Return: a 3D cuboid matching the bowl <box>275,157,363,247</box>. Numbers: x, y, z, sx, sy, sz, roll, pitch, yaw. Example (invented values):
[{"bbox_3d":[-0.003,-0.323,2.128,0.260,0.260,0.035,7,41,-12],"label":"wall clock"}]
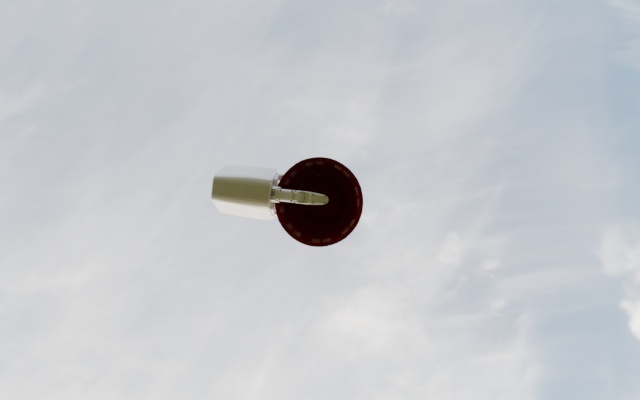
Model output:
[{"bbox_3d":[0.001,0.003,0.880,0.162,0.162,0.055,0,-1,9],"label":"bowl"}]
